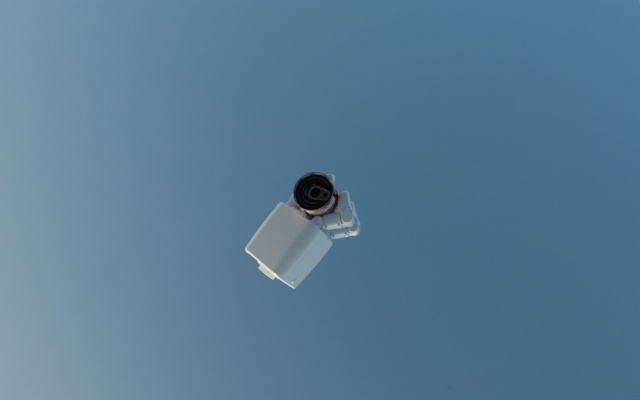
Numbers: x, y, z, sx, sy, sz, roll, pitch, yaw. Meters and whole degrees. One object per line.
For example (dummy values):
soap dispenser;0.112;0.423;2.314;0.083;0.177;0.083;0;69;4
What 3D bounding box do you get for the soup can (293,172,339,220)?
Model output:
soup can;0.000;0.002;0.820;0.068;0.068;0.102;0;-21;15
